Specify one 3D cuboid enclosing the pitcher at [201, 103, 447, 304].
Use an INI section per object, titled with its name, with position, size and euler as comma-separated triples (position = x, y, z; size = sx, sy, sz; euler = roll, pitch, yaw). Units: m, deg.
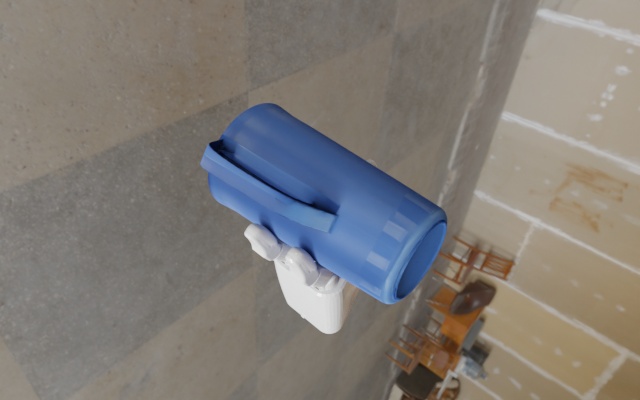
[pitcher]
position = 0.000, 0.002, 0.503
size = 0.242, 0.145, 0.149
euler = 32, 58, 27
